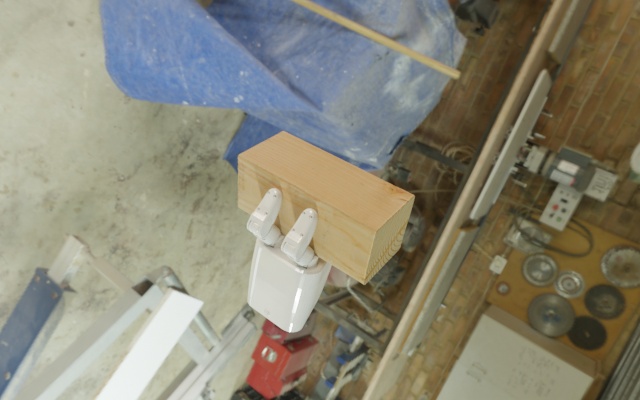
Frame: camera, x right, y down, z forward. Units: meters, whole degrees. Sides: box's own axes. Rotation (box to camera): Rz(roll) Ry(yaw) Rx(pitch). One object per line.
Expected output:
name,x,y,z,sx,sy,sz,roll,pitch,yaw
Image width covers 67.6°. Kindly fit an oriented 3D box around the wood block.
wood block,0.000,0.002,0.605,0.206,0.090,0.090,29,42,25
